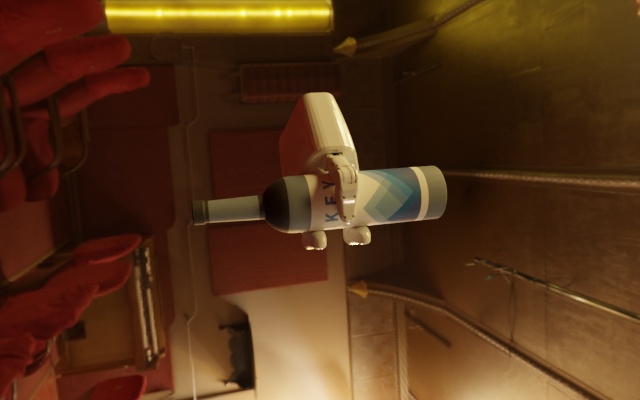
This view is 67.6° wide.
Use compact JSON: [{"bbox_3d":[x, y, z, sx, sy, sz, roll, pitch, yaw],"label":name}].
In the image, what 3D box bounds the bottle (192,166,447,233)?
[{"bbox_3d":[0.000,0.002,0.566,0.296,0.069,0.069,-5,1,-13],"label":"bottle"}]
